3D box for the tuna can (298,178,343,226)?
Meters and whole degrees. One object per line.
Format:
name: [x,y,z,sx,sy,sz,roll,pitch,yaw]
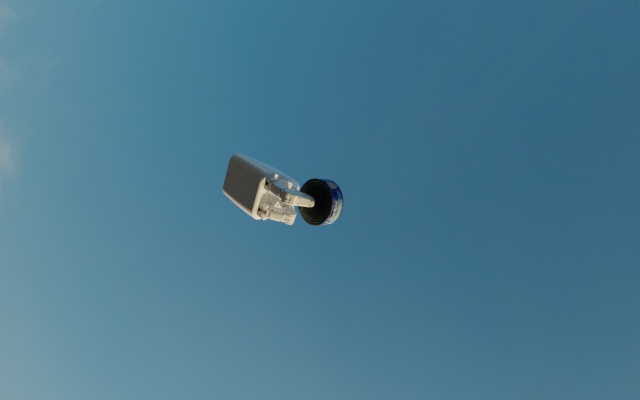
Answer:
tuna can: [0.001,0.003,0.872,0.086,0.086,0.034,0,0,42]
